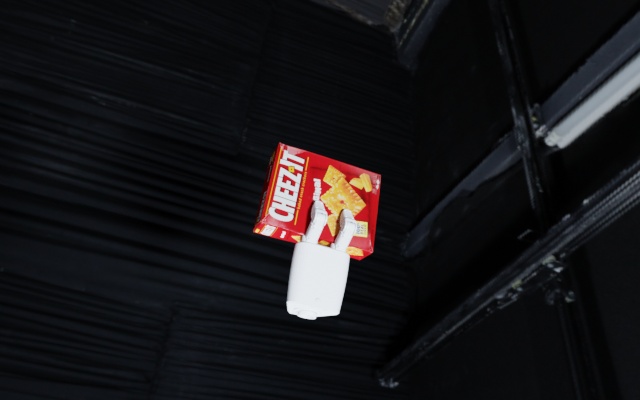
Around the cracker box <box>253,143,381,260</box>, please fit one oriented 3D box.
[{"bbox_3d":[0.000,0.003,0.892,0.214,0.164,0.072,17,-25,-14],"label":"cracker box"}]
